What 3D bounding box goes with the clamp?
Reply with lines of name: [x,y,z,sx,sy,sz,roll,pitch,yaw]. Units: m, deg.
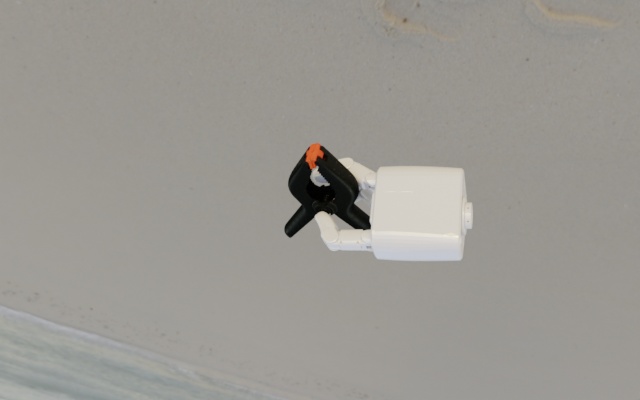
clamp: [0.000,0.003,0.658,0.164,0.036,0.210,0,-36,21]
